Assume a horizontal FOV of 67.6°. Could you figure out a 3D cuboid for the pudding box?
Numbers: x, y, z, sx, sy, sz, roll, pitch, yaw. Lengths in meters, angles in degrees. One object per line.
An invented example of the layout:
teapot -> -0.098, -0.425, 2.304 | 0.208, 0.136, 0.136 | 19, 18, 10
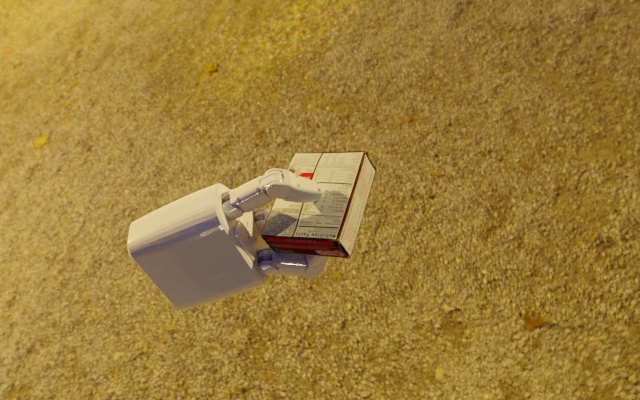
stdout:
pudding box -> 0.000, 0.002, 0.495 | 0.090, 0.113, 0.039 | 2, -32, 28
